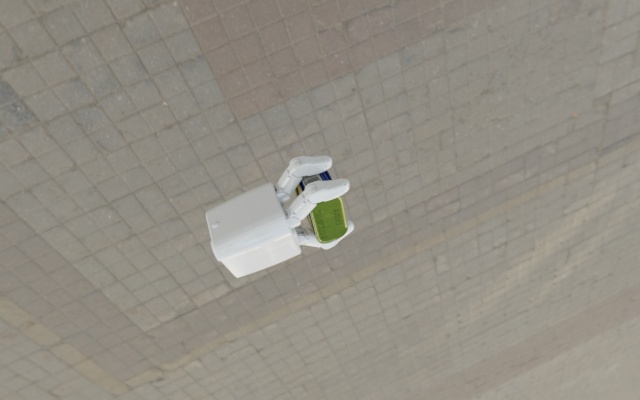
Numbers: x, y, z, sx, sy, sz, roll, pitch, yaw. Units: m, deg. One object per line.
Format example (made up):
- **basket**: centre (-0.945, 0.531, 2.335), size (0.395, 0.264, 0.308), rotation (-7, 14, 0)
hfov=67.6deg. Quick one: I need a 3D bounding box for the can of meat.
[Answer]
- **can of meat**: centre (0.000, 0.003, 0.714), size (0.057, 0.102, 0.084), rotation (-20, 45, -6)
